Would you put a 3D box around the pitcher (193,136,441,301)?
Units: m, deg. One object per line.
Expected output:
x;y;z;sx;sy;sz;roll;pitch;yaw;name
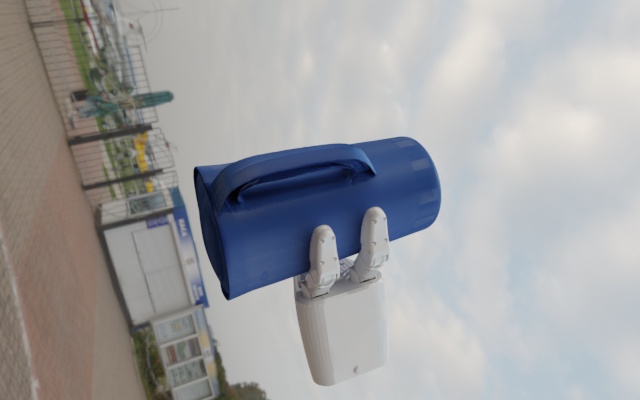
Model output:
0.000;0.002;0.489;0.243;0.145;0.149;-14;18;-19;pitcher
